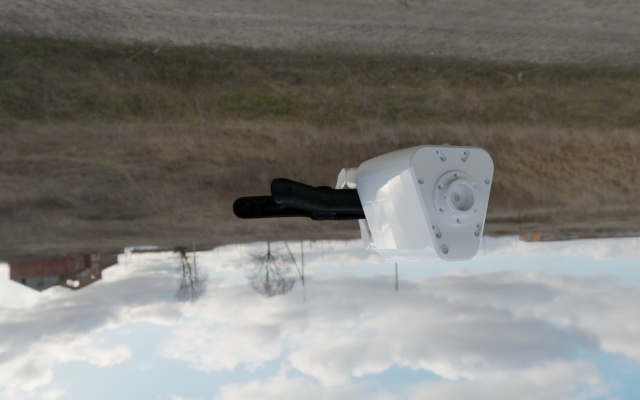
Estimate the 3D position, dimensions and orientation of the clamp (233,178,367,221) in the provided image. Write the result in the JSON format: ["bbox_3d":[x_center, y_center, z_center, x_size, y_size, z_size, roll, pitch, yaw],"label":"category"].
[{"bbox_3d":[0.000,0.002,0.516,0.171,0.039,0.120,-1,-5,-21],"label":"clamp"}]
